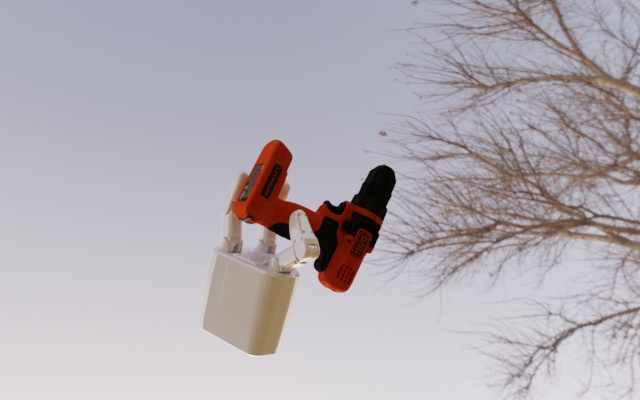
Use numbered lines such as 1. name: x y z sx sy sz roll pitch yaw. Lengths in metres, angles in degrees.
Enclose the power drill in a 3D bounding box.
1. power drill: 0.000 0.002 0.608 0.188 0.184 0.057 31 -15 -22
